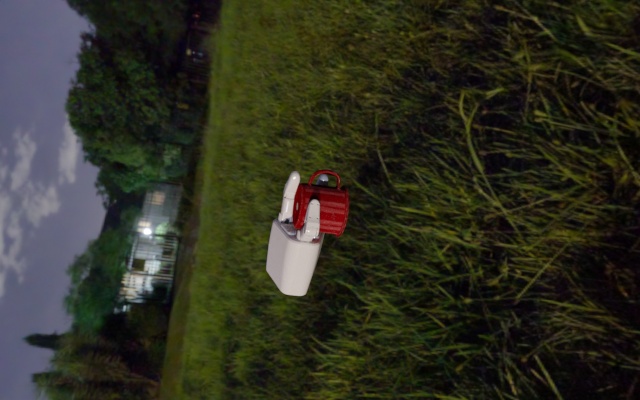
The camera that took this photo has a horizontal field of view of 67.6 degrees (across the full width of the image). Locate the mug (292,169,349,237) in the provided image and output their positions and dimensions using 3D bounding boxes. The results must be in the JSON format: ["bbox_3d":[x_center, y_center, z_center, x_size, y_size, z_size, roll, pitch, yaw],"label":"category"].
[{"bbox_3d":[0.000,0.001,0.834,0.081,0.117,0.093,8,18,-13],"label":"mug"}]
